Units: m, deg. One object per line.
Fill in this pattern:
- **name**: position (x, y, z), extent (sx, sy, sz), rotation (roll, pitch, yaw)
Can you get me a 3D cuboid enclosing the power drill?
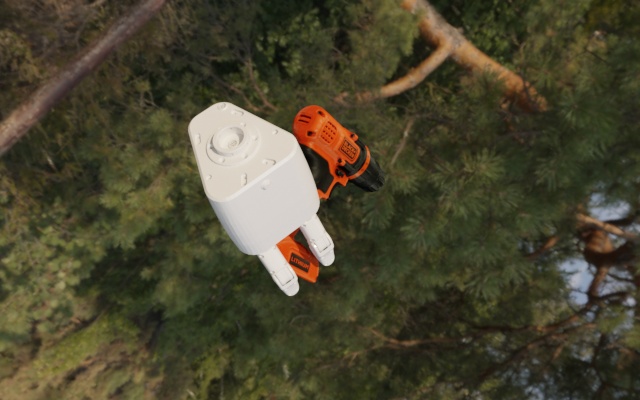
- **power drill**: position (0.000, 0.002, 0.592), extent (0.057, 0.187, 0.184), rotation (19, -10, 41)
